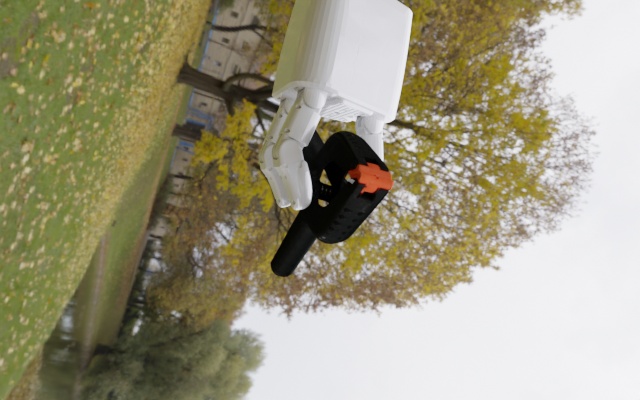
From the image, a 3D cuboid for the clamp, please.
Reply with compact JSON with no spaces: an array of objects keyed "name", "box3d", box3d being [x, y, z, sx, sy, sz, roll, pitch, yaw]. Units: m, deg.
[{"name":"clamp","box3d":[0.001,0.001,0.430,0.036,0.164,0.210,11,-2,-20]}]
